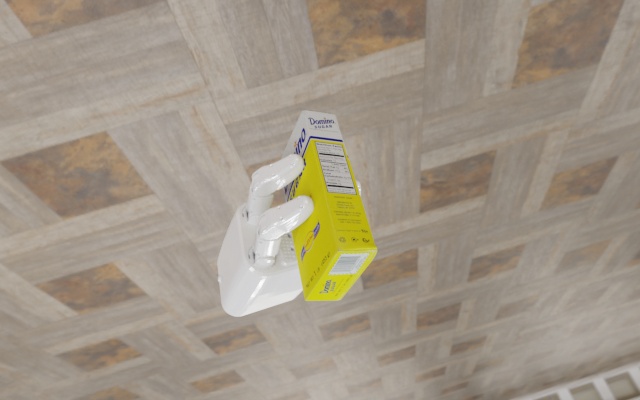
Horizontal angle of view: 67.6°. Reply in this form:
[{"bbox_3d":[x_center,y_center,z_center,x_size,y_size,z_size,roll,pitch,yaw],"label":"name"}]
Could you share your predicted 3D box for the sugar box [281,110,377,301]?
[{"bbox_3d":[0.000,0.002,0.484,0.048,0.176,0.093,2,-39,-25],"label":"sugar box"}]
